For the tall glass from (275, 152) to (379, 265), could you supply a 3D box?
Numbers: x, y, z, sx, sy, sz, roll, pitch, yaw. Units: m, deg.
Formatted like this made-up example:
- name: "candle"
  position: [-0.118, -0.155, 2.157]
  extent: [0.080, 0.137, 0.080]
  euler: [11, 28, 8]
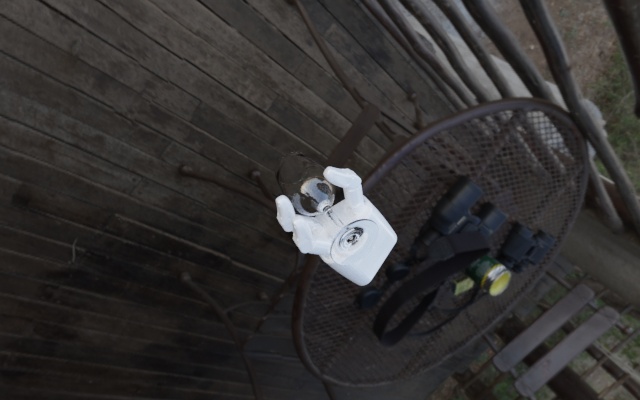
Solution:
- name: "tall glass"
  position: [0.000, 0.003, 0.695]
  extent: [0.079, 0.079, 0.201]
  euler: [0, 33, -33]
